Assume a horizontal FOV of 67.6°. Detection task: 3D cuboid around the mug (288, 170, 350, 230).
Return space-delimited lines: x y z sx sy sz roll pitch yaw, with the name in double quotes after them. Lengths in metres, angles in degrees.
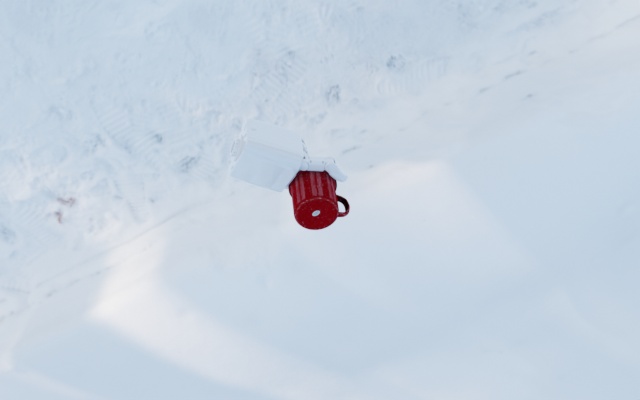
0.001 0.003 0.878 0.117 0.093 0.081 16 36 -20 "mug"
